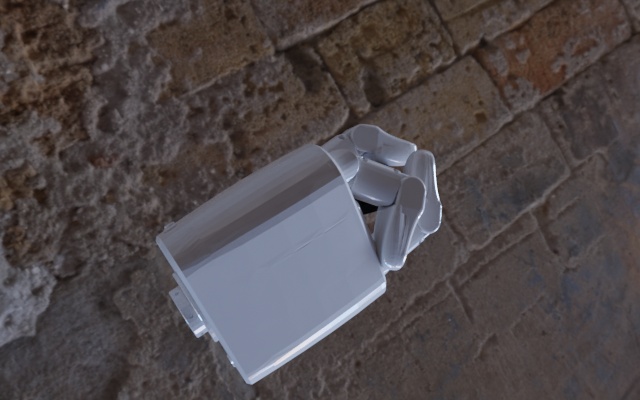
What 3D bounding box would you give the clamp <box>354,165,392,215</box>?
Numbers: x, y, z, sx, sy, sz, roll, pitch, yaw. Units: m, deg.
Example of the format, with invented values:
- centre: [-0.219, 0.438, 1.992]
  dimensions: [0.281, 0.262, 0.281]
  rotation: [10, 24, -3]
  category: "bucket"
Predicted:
- centre: [0.000, 0.002, 0.403]
  dimensions: [0.120, 0.039, 0.171]
  rotation: [-32, 8, -19]
  category: "clamp"
